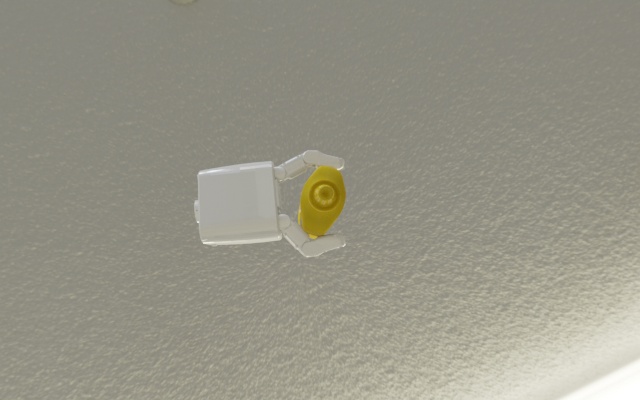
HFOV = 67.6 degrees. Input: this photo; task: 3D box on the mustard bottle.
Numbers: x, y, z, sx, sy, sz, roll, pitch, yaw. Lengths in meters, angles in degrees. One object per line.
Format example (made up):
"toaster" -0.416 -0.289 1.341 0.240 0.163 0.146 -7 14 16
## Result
"mustard bottle" 0.000 0.002 0.667 0.058 0.096 0.191 17 -8 -1
